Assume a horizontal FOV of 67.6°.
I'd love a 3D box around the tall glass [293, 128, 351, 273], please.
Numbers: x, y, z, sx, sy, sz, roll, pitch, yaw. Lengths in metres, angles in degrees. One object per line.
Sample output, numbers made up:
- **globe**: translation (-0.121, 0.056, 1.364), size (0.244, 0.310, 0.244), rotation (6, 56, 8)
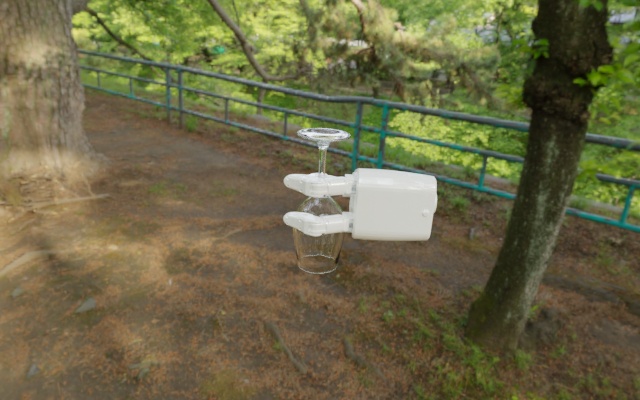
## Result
- **tall glass**: translation (0.000, 0.002, 0.687), size (0.079, 0.201, 0.079), rotation (3, 20, -1)
